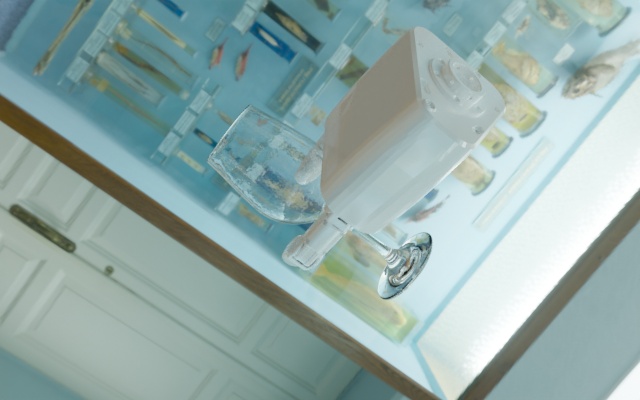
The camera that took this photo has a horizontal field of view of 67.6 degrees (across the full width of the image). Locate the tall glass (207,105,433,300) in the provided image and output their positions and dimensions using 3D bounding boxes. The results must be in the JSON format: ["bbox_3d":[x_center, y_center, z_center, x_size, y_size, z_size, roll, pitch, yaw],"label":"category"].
[{"bbox_3d":[0.001,0.002,0.424,0.201,0.079,0.079,37,-7,-10],"label":"tall glass"}]
